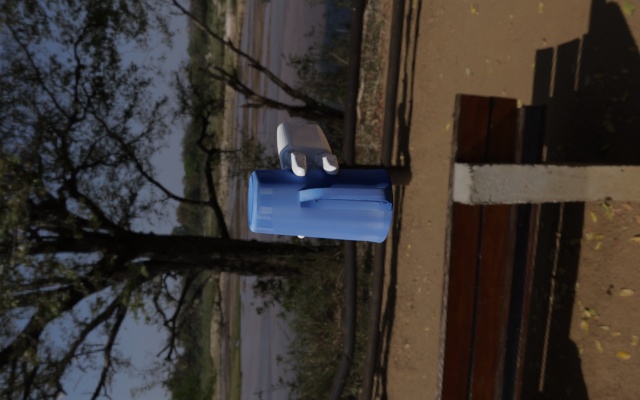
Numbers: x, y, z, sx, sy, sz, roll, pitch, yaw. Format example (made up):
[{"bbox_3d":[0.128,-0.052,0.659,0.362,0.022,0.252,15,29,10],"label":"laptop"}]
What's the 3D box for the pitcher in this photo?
[{"bbox_3d":[0.000,0.003,0.832,0.243,0.149,0.145,2,37,-12],"label":"pitcher"}]
